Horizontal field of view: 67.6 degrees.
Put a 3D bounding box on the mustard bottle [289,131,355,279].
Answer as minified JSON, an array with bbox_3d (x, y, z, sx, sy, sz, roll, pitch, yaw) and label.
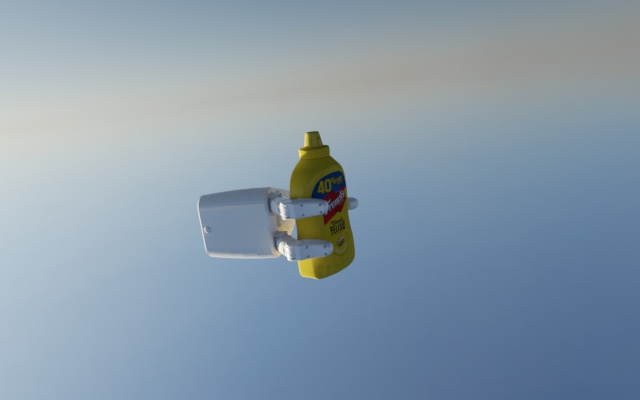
[{"bbox_3d":[0.000,0.002,0.649,0.058,0.192,0.096,4,17,39],"label":"mustard bottle"}]
